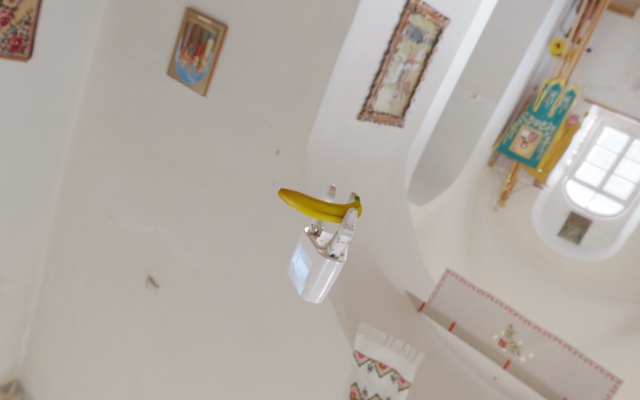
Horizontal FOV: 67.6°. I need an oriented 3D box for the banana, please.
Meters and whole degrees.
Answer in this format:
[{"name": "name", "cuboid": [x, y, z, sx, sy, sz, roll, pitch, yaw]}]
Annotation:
[{"name": "banana", "cuboid": [0.012, 0.013, 0.889, 0.198, 0.037, 0.069, 7, 28, -39]}]
